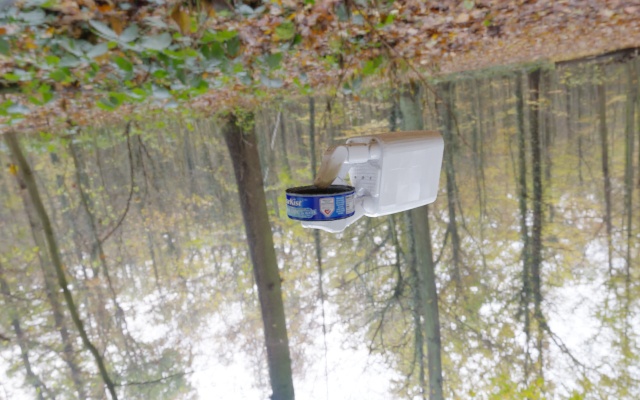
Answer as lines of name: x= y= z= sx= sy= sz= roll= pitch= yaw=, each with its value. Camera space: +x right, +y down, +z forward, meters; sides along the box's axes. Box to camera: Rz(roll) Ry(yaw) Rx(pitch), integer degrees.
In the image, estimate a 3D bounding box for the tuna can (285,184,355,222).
tuna can: x=0.000 y=0.002 z=0.586 sx=0.086 sy=0.034 sz=0.086 roll=-2 pitch=9 yaw=0
